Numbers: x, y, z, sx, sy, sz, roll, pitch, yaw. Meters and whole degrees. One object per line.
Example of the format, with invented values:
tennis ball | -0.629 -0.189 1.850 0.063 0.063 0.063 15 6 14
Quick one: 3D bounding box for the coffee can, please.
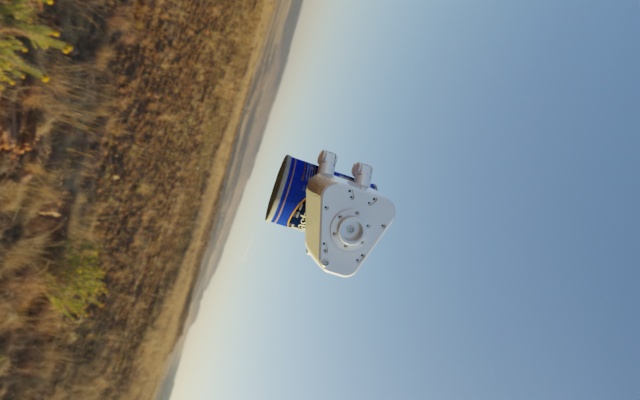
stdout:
coffee can | 0.000 0.002 0.709 0.140 0.103 0.103 18 -3 -10
